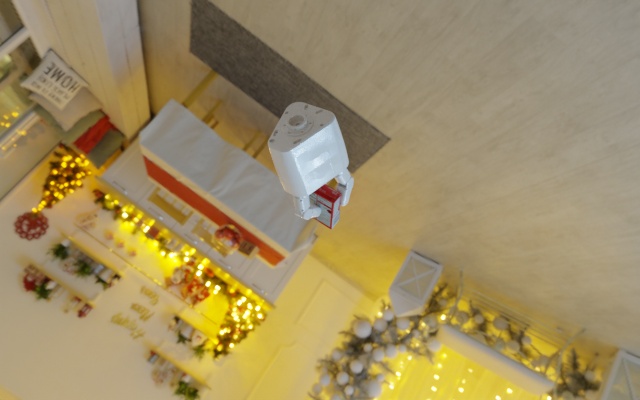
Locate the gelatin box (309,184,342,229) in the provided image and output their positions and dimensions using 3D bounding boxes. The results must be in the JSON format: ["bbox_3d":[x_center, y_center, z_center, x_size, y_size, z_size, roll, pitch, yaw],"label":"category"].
[{"bbox_3d":[0.000,0.003,0.872,0.073,0.030,0.089,31,-31,19],"label":"gelatin box"}]
